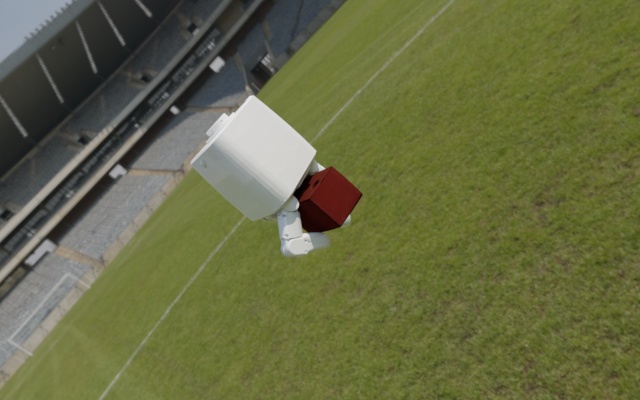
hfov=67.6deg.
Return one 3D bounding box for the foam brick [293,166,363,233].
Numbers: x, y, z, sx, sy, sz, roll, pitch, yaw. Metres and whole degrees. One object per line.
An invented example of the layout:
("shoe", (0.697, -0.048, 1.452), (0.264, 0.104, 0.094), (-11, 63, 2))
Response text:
("foam brick", (0.000, 0.002, 0.568), (0.051, 0.053, 0.078), (43, -28, -16))
